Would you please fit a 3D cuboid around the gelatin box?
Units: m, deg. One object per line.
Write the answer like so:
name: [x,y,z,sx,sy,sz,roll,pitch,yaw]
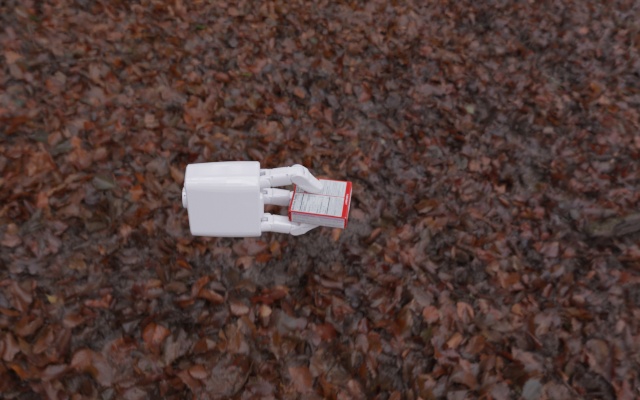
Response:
gelatin box: [0.000,0.002,0.732,0.089,0.073,0.030,6,-40,6]
